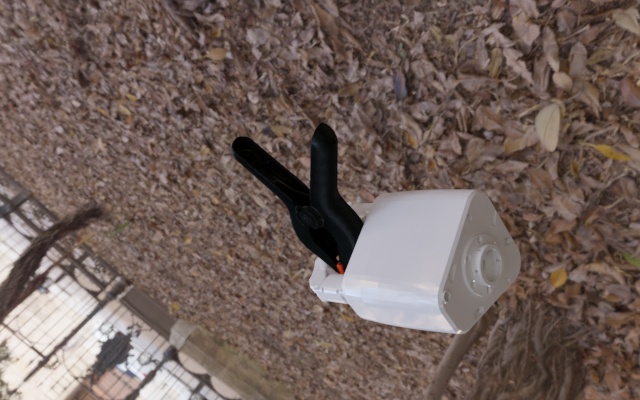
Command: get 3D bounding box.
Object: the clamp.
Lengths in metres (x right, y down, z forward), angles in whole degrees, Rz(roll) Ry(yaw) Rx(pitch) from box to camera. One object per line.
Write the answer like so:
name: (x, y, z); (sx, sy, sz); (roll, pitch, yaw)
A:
clamp: (0.000, 0.002, 0.439); (0.120, 0.171, 0.039); (-6, 38, 53)
